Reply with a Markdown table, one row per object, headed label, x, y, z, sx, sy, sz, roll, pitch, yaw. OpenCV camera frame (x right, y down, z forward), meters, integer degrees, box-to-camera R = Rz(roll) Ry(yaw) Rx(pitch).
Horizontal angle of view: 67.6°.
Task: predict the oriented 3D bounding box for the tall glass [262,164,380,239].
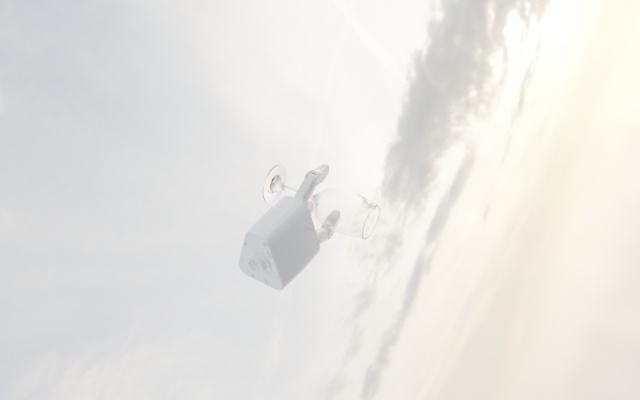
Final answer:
| label | x | y | z | sx | sy | sz | roll | pitch | yaw |
| --- | --- | --- | --- | --- | --- | --- | --- | --- | --- |
| tall glass | 0.000 | 0.002 | 0.833 | 0.201 | 0.079 | 0.079 | 21 | 9 | 24 |
